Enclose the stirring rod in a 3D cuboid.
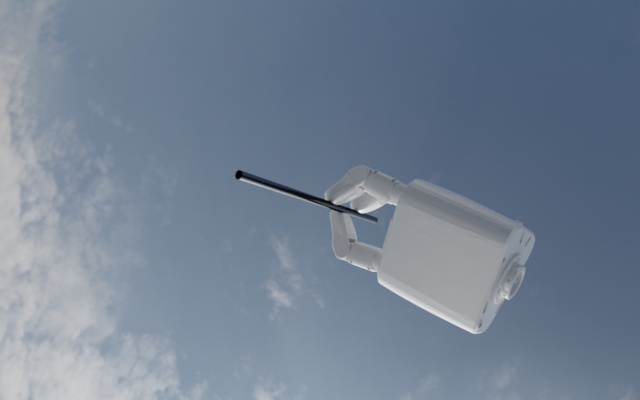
[{"bbox_3d":[0.000,0.002,0.486,0.011,0.011,0.239,0,-11,34],"label":"stirring rod"}]
